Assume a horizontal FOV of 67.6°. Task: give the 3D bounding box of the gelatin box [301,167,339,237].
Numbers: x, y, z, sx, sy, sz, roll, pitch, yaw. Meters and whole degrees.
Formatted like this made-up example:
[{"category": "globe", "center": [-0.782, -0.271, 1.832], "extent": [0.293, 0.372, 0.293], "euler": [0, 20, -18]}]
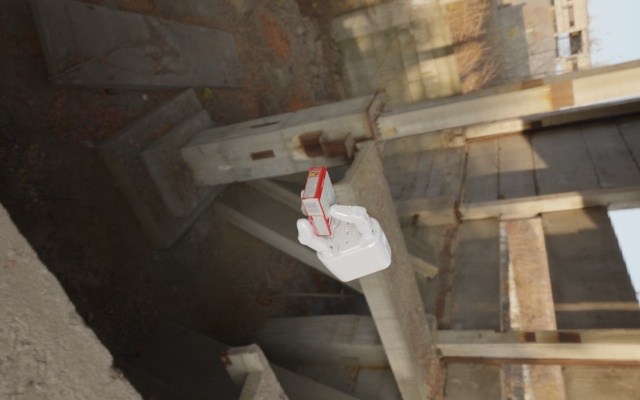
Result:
[{"category": "gelatin box", "center": [0.000, 0.002, 0.762], "extent": [0.030, 0.073, 0.089], "euler": [-3, -45, 17]}]
